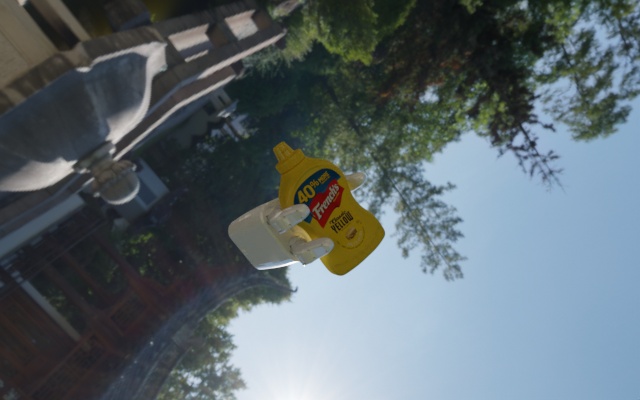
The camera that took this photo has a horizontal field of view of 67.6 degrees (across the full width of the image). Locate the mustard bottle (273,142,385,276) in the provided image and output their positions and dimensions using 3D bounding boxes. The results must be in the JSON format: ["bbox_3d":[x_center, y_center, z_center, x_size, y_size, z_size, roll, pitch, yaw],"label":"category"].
[{"bbox_3d":[0.000,0.002,0.646,0.096,0.192,0.058,-40,13,-15],"label":"mustard bottle"}]
